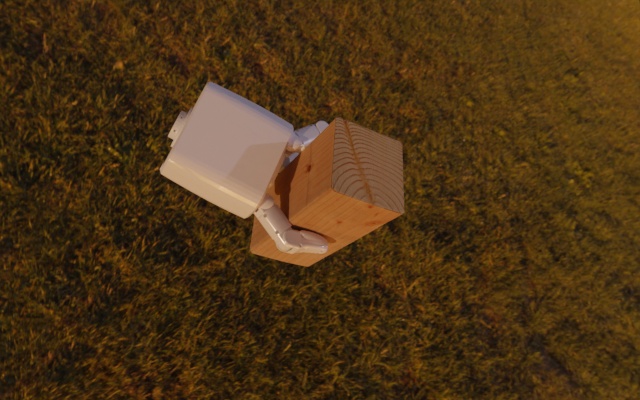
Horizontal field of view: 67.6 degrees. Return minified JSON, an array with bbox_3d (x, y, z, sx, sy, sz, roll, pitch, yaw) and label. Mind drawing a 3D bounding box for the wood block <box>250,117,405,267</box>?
[{"bbox_3d":[0.000,0.002,0.572,0.090,0.090,0.206,18,-30,-25],"label":"wood block"}]
